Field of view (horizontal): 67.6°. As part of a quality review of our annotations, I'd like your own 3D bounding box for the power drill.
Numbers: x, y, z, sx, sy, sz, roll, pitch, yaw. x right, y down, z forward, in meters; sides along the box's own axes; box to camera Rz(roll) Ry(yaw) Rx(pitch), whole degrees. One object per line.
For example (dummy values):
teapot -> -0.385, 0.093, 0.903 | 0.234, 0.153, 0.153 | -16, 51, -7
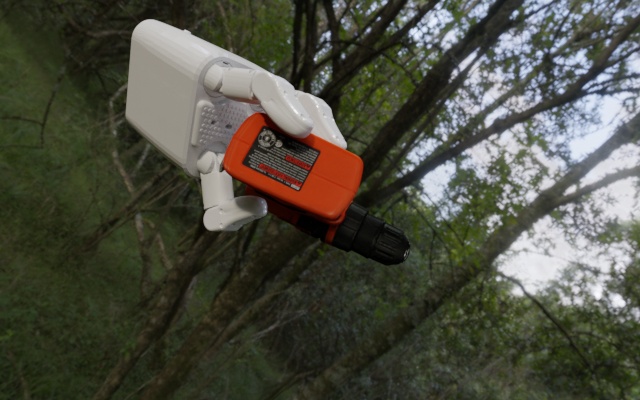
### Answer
power drill -> 0.000, 0.001, 0.432 | 0.184, 0.057, 0.188 | 24, -12, 11
